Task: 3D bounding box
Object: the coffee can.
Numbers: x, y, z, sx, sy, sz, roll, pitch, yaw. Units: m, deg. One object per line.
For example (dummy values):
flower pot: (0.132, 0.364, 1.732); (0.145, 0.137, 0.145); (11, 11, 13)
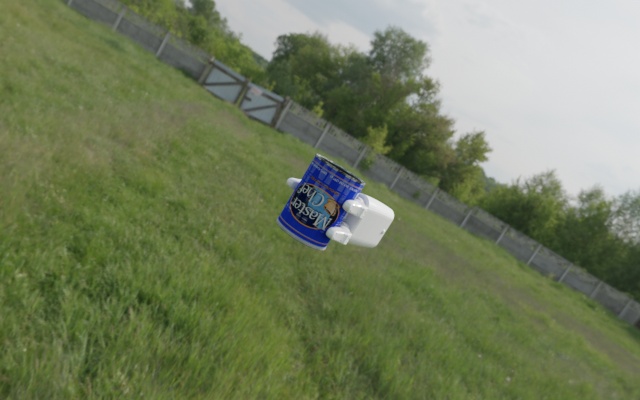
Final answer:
coffee can: (0.000, 0.003, 0.847); (0.103, 0.140, 0.103); (31, 9, -5)
